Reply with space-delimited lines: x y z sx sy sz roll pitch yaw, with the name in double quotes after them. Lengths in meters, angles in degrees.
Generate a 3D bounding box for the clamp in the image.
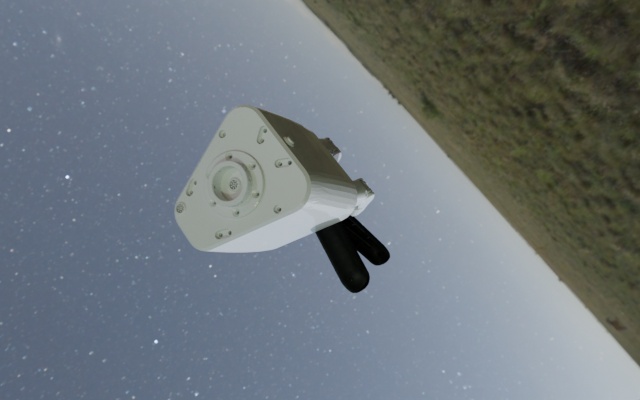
-0.001 0.002 0.511 0.036 0.210 0.164 -41 -15 12 "clamp"
